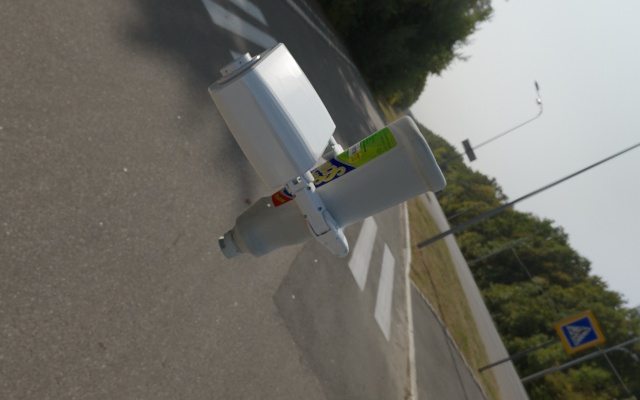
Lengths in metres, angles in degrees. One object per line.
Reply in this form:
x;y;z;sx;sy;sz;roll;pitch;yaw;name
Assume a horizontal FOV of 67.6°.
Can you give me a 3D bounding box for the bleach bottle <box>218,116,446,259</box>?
0.000;0.002;0.515;0.251;0.068;0.102;-27;23;12;bleach bottle
